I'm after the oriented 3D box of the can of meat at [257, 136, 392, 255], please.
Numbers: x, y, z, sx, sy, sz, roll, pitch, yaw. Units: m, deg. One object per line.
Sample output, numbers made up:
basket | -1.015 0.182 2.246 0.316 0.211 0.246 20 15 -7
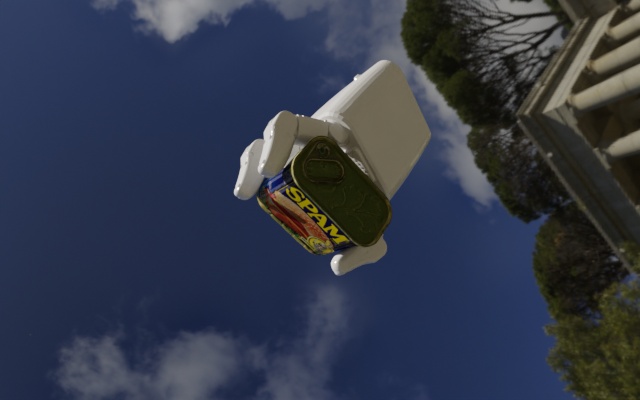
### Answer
can of meat | 0.000 0.002 0.437 0.057 0.102 0.084 -52 15 -30
